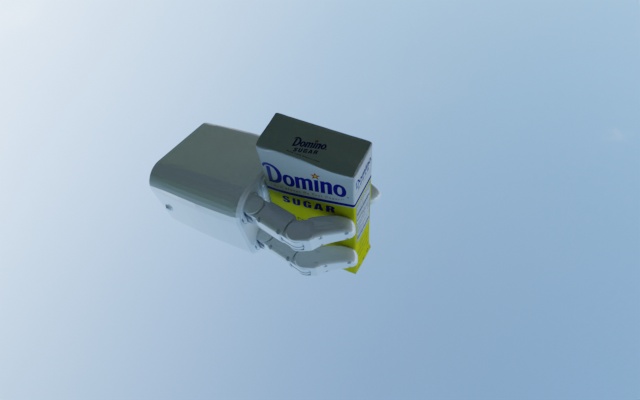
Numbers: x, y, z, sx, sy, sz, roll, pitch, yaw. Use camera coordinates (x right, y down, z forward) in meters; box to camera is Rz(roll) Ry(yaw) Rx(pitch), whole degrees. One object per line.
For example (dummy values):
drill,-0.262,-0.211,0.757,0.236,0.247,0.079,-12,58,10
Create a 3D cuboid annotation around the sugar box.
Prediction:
sugar box,0.000,0.002,0.458,0.093,0.048,0.176,20,-27,18
